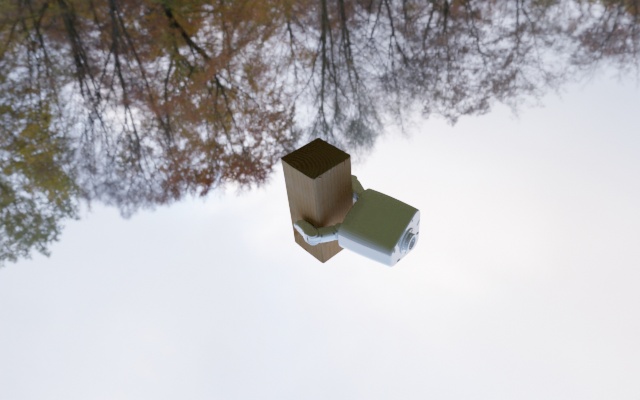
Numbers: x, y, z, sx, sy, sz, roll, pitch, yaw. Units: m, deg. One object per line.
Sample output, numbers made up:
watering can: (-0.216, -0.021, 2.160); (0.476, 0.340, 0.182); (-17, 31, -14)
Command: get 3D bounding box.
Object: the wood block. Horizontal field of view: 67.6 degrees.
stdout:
wood block: (0.000, 0.003, 0.882); (0.091, 0.206, 0.090); (-32, 47, -28)
